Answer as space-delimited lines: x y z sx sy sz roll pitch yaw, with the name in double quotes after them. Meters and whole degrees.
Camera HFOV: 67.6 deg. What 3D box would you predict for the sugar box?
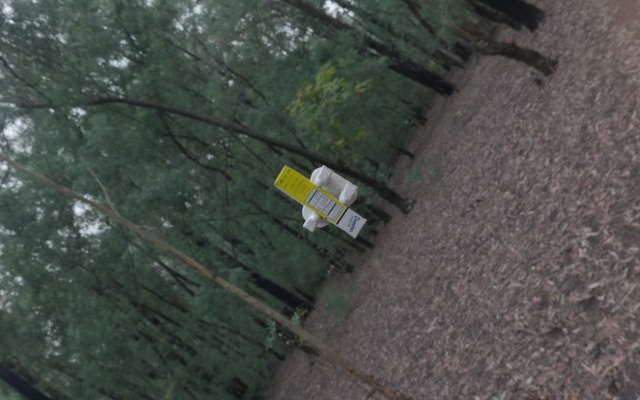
0.000 0.002 0.882 0.176 0.048 0.093 31 0 0 "sugar box"
